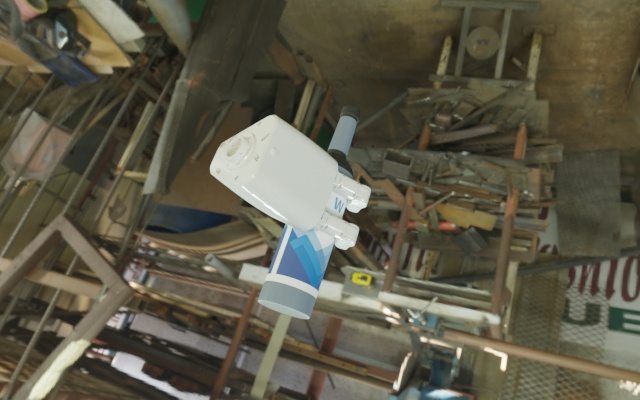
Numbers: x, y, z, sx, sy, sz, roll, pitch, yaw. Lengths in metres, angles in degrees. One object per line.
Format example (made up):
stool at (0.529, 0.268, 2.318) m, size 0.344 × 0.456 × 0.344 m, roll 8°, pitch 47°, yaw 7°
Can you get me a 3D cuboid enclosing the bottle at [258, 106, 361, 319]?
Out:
bottle at (0.000, 0.002, 0.627) m, size 0.069 × 0.295 × 0.069 m, roll 16°, pitch -21°, yaw 7°
